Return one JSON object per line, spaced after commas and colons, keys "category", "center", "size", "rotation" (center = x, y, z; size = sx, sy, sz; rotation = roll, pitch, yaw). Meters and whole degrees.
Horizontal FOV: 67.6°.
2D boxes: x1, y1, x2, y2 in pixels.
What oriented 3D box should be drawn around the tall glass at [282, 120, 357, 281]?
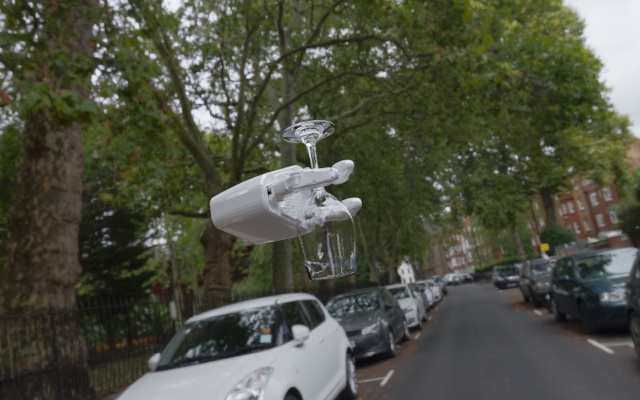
{"category": "tall glass", "center": [0.000, 0.001, 0.630], "size": [0.079, 0.201, 0.079], "rotation": [-10, -12, -2]}
